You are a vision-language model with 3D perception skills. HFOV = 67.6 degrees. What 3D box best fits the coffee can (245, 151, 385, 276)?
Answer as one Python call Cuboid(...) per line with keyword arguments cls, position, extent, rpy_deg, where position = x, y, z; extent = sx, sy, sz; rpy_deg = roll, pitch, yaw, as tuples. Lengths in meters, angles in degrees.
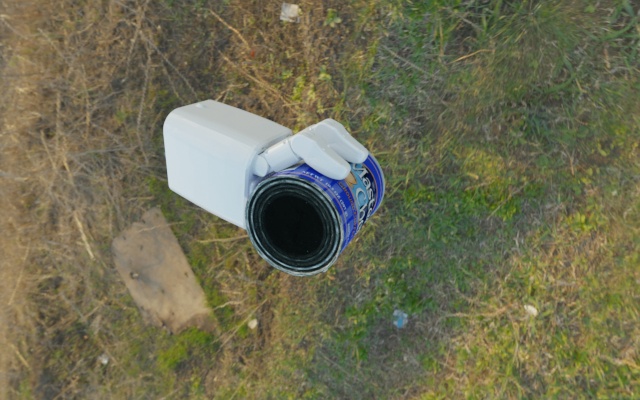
Cuboid(cls="coffee can", position=(0.000, 0.002, 0.504), extent=(0.103, 0.103, 0.140), rpy_deg=(0, 20, 24))
